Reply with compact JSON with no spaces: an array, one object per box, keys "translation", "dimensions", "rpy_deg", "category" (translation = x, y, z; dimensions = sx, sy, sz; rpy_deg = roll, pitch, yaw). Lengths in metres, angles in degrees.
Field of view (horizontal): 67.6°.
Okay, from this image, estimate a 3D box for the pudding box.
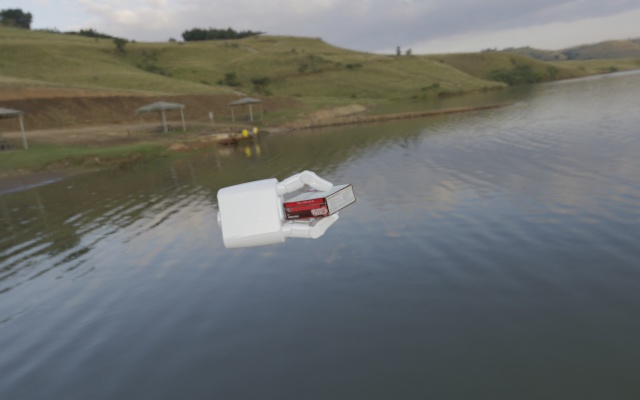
[{"translation":[0.000,0.003,0.862],"dimensions":[0.090,0.039,0.113],"rpy_deg":[-6,12,30],"category":"pudding box"}]
